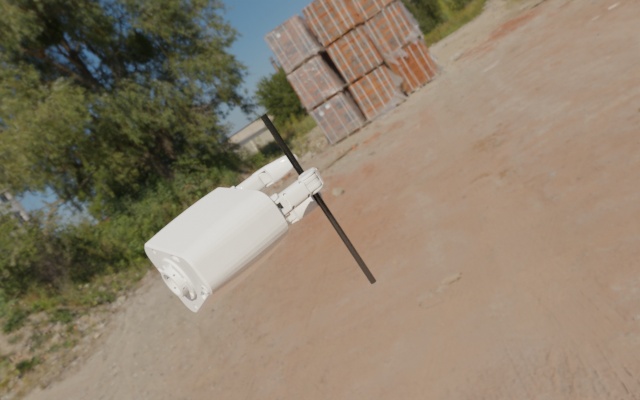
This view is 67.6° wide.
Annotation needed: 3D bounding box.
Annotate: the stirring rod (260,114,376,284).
[{"bbox_3d":[0.000,0.002,0.565,0.011,0.239,0.011,-32,11,7],"label":"stirring rod"}]
